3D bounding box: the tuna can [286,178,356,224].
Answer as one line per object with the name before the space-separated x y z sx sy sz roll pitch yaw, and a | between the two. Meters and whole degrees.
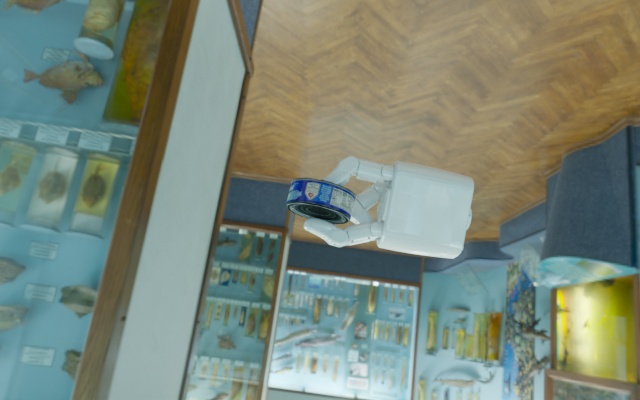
tuna can | 0.000 0.003 0.611 0.086 0.033 0.086 13 -15 3
